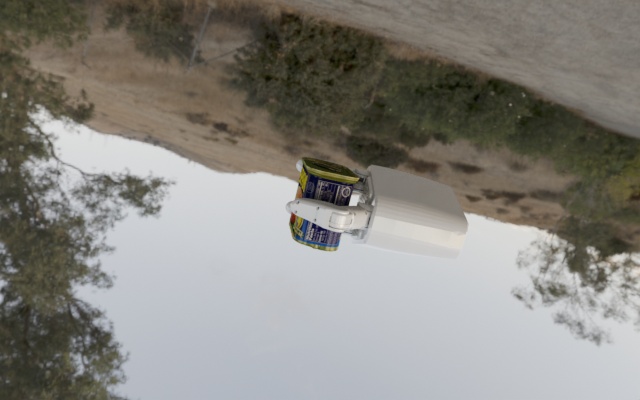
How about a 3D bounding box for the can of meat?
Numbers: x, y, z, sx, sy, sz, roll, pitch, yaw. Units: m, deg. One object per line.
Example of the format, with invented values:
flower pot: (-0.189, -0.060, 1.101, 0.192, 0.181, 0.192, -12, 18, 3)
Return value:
can of meat: (0.000, 0.002, 0.539, 0.057, 0.084, 0.102, 12, 11, -9)
